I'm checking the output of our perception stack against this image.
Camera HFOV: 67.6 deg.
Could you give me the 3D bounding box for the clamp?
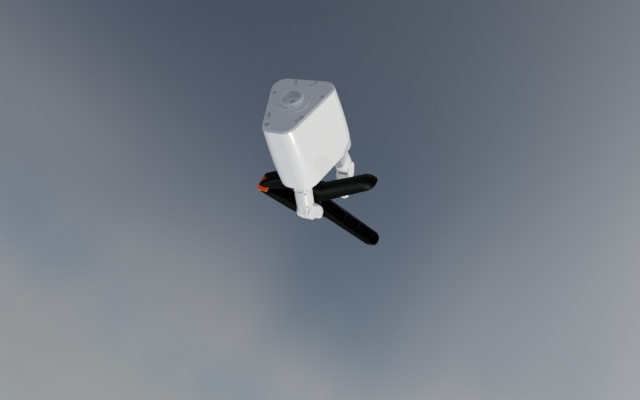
[{"bbox_3d":[-0.001,0.003,0.757,0.210,0.036,0.165,12,-36,24],"label":"clamp"}]
